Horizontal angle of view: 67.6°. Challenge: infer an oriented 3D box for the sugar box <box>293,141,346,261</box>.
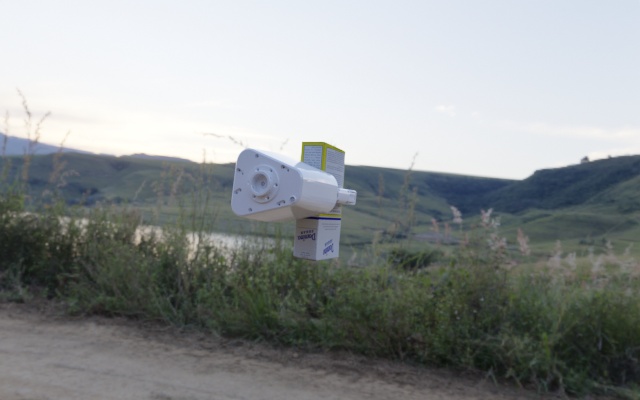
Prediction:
[{"bbox_3d":[0.000,0.002,0.744,0.048,0.176,0.093,6,-1,24],"label":"sugar box"}]
